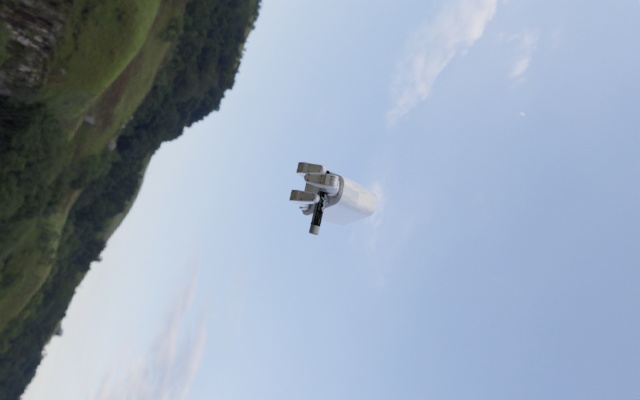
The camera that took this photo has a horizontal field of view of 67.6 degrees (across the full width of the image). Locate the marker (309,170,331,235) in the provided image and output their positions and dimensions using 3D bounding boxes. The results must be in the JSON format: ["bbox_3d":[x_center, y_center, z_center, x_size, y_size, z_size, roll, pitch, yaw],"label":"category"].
[{"bbox_3d":[0.000,0.003,0.875,0.020,0.121,0.020,12,-11,2],"label":"marker"}]
